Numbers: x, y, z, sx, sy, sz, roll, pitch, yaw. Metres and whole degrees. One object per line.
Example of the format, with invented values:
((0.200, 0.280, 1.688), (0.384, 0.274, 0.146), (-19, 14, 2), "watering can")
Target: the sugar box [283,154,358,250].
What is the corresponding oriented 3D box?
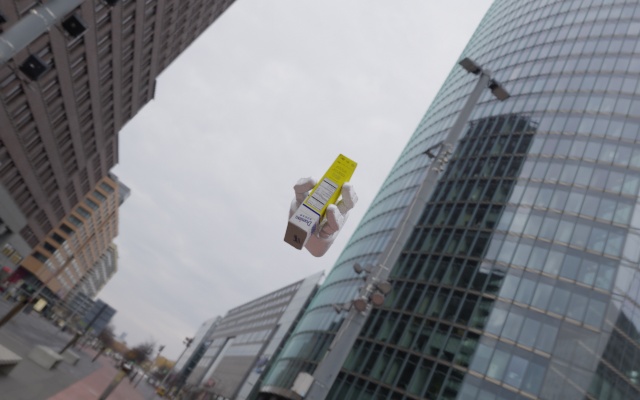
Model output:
((0.001, 0.003, 0.882), (0.048, 0.176, 0.093), (31, -27, 5), "sugar box")
